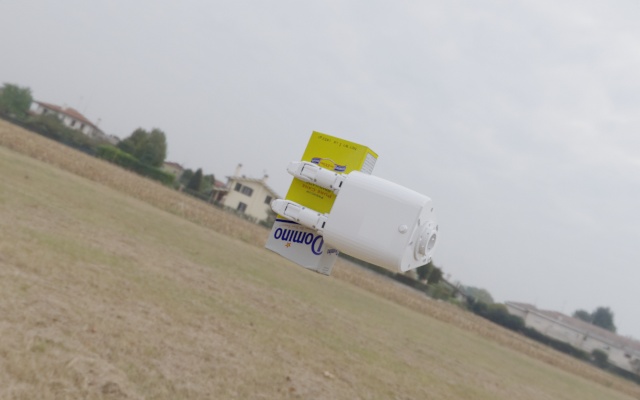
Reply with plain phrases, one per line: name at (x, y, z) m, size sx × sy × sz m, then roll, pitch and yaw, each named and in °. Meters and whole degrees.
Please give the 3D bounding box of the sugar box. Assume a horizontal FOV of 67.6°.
sugar box at (0.000, 0.002, 0.644) m, size 0.093 × 0.176 × 0.048 m, roll 21°, pitch -5°, yaw 32°
